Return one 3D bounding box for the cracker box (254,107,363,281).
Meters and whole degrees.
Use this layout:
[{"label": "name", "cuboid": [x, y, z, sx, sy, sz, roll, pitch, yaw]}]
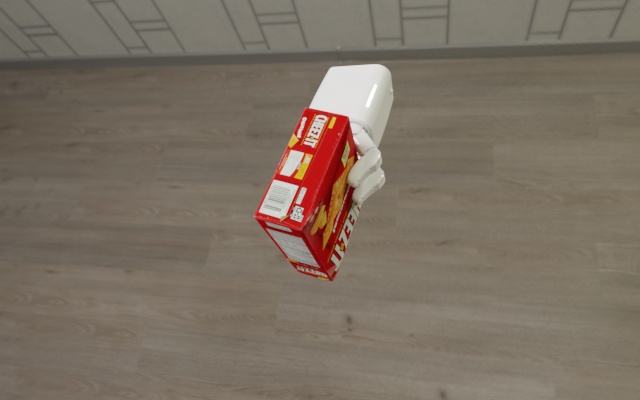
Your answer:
[{"label": "cracker box", "cuboid": [0.000, 0.002, 0.666, 0.072, 0.164, 0.214, 15, -21, 19]}]
